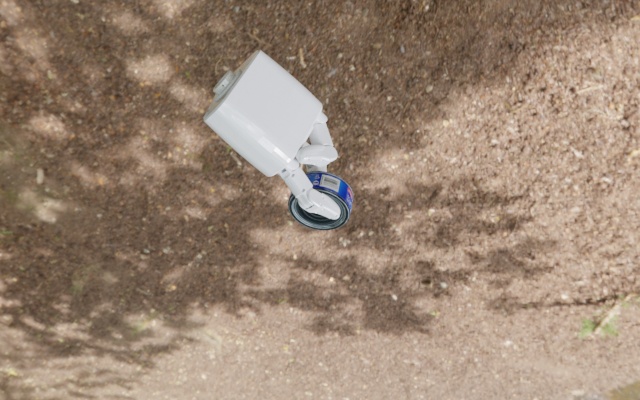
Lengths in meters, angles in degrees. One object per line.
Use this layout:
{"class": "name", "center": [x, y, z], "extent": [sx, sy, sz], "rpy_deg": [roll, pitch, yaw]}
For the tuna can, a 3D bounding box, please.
{"class": "tuna can", "center": [0.000, 0.003, 0.644], "extent": [0.086, 0.033, 0.086], "rpy_deg": [7, -42, 6]}
